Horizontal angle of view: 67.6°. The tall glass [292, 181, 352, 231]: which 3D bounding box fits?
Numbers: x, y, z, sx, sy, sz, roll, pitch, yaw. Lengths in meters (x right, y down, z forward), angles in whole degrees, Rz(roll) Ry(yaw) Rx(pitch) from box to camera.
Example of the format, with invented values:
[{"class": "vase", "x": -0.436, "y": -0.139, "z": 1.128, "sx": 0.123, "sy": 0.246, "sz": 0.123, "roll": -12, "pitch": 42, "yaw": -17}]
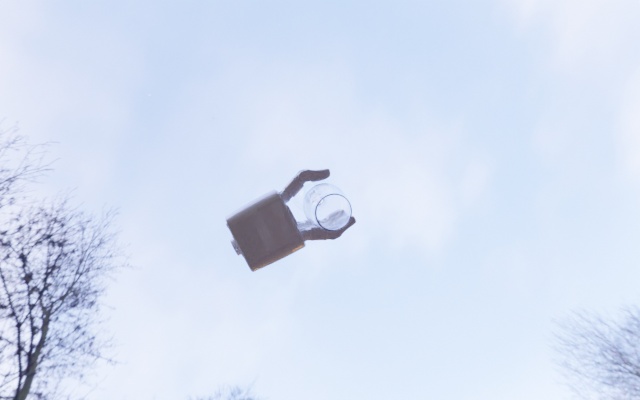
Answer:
[{"class": "tall glass", "x": 0.000, "y": 0.003, "z": 0.864, "sx": 0.079, "sy": 0.079, "sz": 0.201, "roll": 0, "pitch": 9, "yaw": -13}]
